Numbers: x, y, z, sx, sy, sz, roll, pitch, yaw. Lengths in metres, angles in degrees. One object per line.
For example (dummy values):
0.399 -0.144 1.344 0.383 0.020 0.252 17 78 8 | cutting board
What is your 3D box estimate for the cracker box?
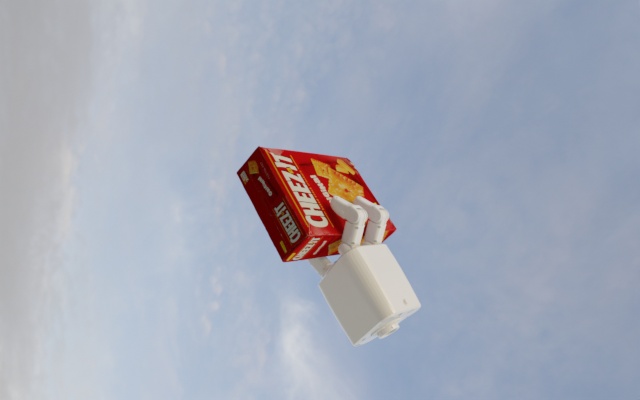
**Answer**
0.000 0.003 0.741 0.214 0.164 0.072 1 -40 -49 | cracker box
